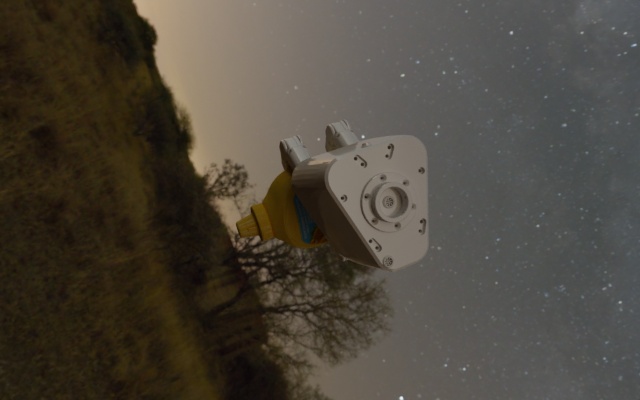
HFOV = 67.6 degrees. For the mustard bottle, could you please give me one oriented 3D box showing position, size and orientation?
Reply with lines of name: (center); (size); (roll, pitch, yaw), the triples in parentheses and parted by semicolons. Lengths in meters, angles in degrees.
mustard bottle: (0.000, 0.002, 0.531); (0.191, 0.096, 0.058); (-19, 31, -14)
